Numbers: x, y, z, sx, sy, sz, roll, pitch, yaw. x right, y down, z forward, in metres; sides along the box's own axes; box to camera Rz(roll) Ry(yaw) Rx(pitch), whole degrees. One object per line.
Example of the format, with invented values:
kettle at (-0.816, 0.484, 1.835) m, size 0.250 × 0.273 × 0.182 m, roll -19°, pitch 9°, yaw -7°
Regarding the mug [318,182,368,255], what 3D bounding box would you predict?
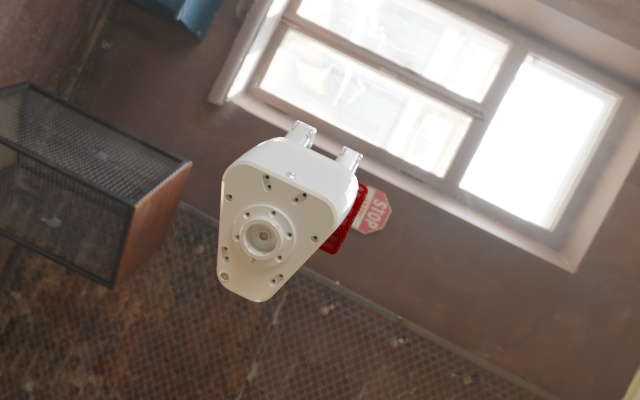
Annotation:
mug at (0.001, 0.001, 0.517) m, size 0.081 × 0.093 × 0.117 m, roll 27°, pitch 19°, yaw 3°
